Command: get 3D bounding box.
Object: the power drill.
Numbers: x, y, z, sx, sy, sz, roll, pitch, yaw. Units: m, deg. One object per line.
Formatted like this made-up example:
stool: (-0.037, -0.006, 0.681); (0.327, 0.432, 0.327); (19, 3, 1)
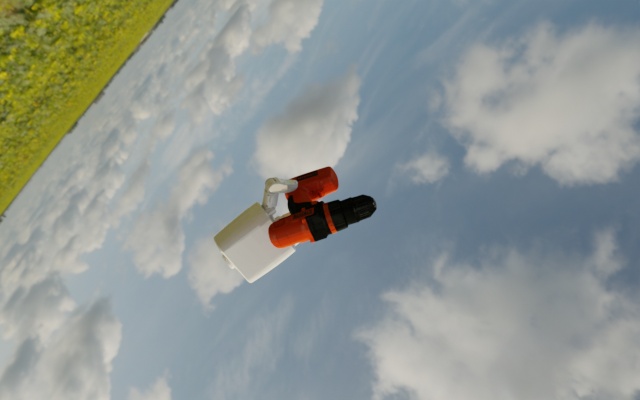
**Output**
power drill: (0.000, 0.003, 0.845); (0.184, 0.057, 0.187); (-17, 24, 6)
